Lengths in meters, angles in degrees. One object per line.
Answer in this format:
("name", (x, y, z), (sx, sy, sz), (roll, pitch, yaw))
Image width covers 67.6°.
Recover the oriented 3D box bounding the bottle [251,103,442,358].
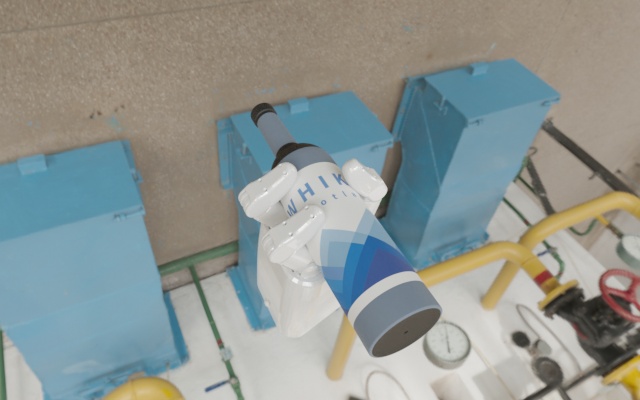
("bottle", (0.000, 0.002, 0.450), (0.069, 0.069, 0.295), (0, 43, -38))
